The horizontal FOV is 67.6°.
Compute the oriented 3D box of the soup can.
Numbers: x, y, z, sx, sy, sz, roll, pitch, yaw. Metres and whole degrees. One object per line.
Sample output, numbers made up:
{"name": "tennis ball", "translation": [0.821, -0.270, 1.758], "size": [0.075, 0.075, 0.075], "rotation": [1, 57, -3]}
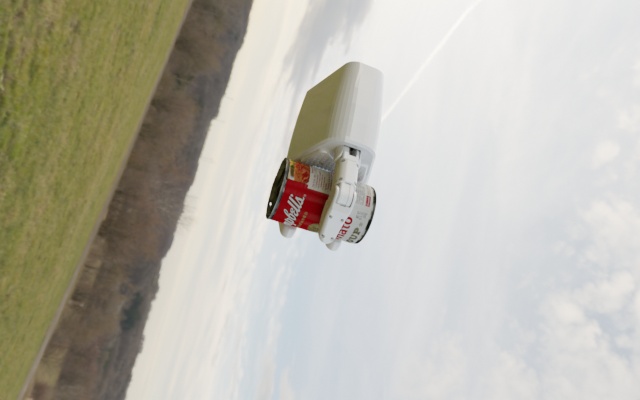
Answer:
{"name": "soup can", "translation": [0.000, 0.002, 0.511], "size": [0.102, 0.068, 0.068], "rotation": [18, -4, -14]}
